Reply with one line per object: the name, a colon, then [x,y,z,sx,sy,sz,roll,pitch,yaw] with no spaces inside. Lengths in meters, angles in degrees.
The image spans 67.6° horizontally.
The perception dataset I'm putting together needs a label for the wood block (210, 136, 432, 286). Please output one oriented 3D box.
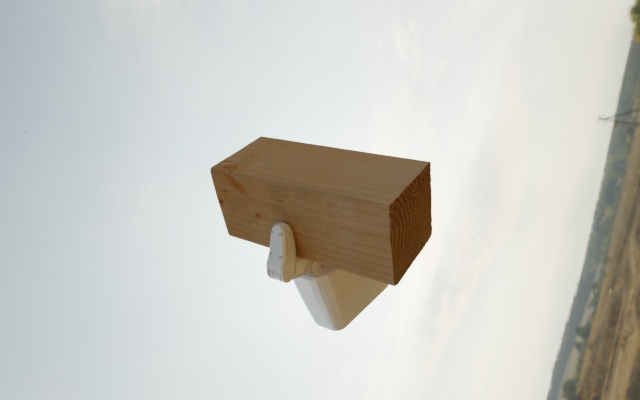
wood block: [0.000,0.002,0.491,0.206,0.090,0.090,12,37,31]
